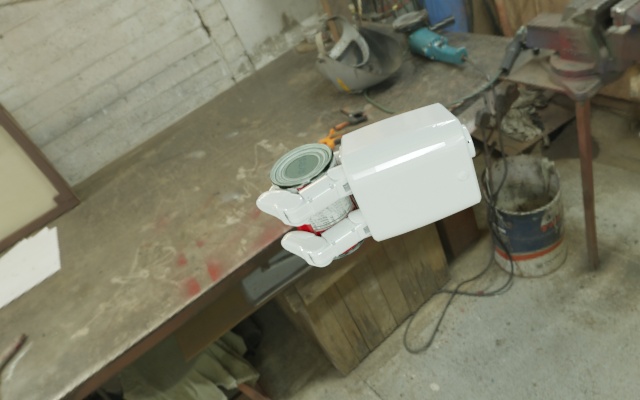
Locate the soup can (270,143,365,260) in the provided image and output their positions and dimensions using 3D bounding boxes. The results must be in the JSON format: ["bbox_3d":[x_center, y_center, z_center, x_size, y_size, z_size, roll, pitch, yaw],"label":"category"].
[{"bbox_3d":[-0.001,0.001,0.484,0.068,0.102,0.068,-18,36,13],"label":"soup can"}]
